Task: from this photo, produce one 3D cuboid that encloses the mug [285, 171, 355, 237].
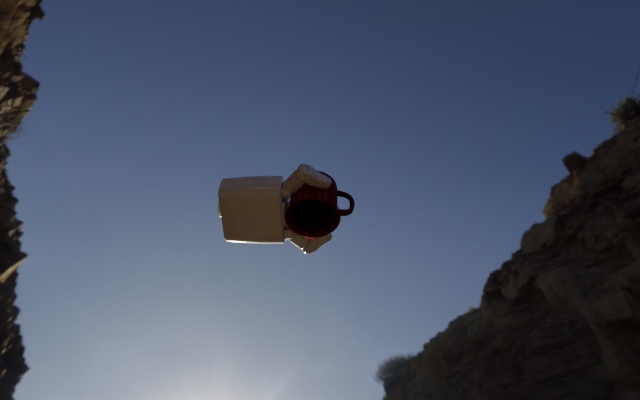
[{"bbox_3d":[0.002,0.002,0.822,0.117,0.093,0.081,0,43,2],"label":"mug"}]
